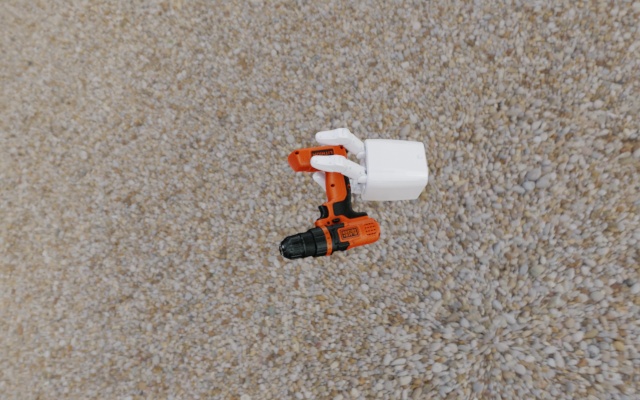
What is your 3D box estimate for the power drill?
[{"bbox_3d":[0.000,0.002,0.829,0.184,0.187,0.057,-10,-11,-24],"label":"power drill"}]
